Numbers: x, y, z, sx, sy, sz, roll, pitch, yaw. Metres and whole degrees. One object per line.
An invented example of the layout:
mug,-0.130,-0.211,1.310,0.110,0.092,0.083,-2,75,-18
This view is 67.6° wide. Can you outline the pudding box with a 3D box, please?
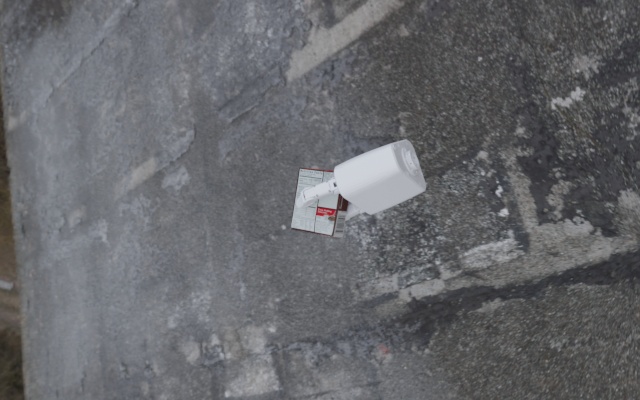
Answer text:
pudding box,0.000,0.003,0.824,0.090,0.113,0.039,9,-1,31
